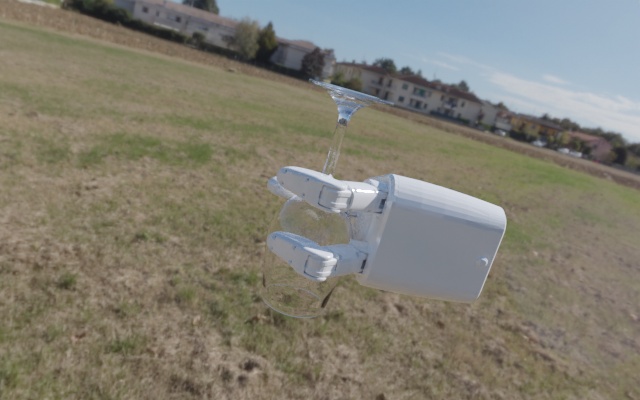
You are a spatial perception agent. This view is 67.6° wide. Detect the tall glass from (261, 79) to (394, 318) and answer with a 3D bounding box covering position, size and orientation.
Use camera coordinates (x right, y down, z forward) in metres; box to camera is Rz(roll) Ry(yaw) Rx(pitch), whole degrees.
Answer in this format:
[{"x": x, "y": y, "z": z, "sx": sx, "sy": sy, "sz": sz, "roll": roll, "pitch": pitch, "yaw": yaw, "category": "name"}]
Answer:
[{"x": 0.000, "y": 0.001, "z": 0.425, "sx": 0.079, "sy": 0.201, "sz": 0.079, "roll": 15, "pitch": 14, "yaw": -4, "category": "tall glass"}]
